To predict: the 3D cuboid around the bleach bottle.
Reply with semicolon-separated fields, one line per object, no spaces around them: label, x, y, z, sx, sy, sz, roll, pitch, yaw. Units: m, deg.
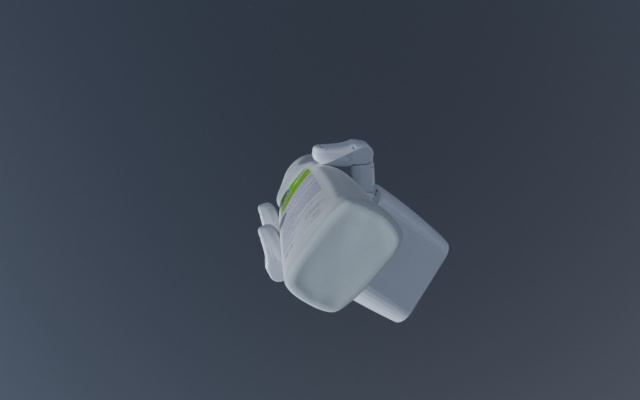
bleach bottle;0.000;0.002;0.485;0.068;0.102;0.250;34;13;-19
